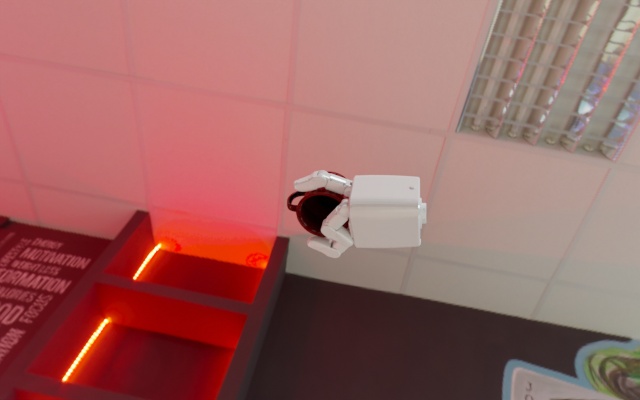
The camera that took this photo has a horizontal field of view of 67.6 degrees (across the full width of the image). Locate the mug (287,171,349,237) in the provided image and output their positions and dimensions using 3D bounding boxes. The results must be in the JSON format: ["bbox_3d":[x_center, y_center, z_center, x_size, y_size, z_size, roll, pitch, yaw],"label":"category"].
[{"bbox_3d":[-0.001,0.003,0.829,0.117,0.093,0.081,1,35,12],"label":"mug"}]
